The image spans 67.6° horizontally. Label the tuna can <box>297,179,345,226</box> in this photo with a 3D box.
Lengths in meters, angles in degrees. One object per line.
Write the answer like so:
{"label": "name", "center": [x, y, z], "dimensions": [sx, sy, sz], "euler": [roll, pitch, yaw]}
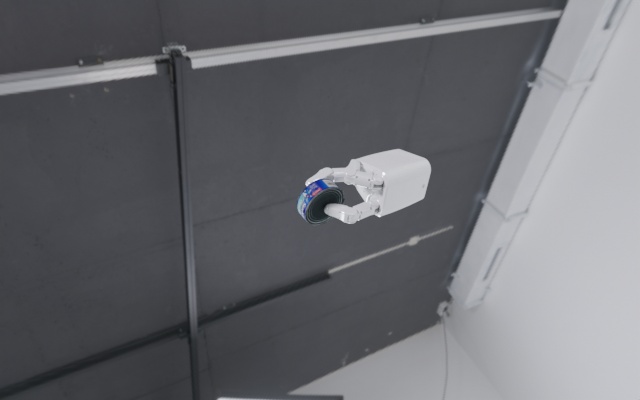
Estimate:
{"label": "tuna can", "center": [0.000, 0.003, 0.868], "dimensions": [0.086, 0.086, 0.033], "euler": [0, 36, -43]}
